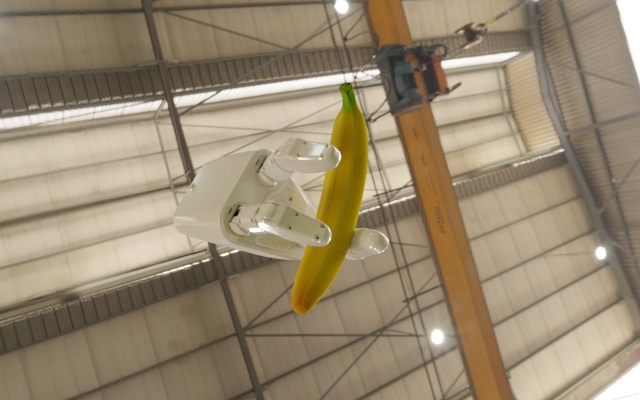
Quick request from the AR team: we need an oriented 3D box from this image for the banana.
[{"bbox_3d":[0.011,0.001,0.427,0.037,0.198,0.069,8,-5,34],"label":"banana"}]
